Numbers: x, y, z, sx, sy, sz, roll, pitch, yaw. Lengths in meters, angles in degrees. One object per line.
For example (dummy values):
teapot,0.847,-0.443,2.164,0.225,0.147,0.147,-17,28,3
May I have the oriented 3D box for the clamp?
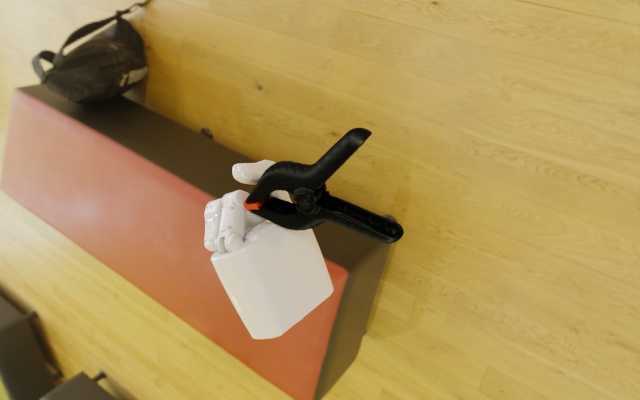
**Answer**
clamp,0.000,0.002,0.483,0.171,0.120,0.039,-14,19,38
